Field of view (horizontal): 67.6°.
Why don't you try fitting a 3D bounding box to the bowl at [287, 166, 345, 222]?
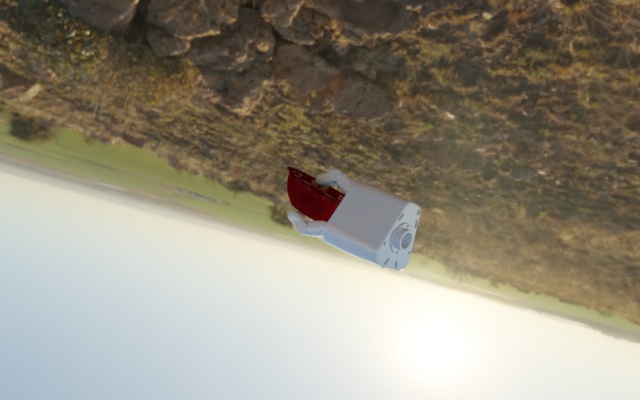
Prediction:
[{"bbox_3d":[-0.001,0.003,0.837,0.162,0.055,0.162,29,7,-4],"label":"bowl"}]
